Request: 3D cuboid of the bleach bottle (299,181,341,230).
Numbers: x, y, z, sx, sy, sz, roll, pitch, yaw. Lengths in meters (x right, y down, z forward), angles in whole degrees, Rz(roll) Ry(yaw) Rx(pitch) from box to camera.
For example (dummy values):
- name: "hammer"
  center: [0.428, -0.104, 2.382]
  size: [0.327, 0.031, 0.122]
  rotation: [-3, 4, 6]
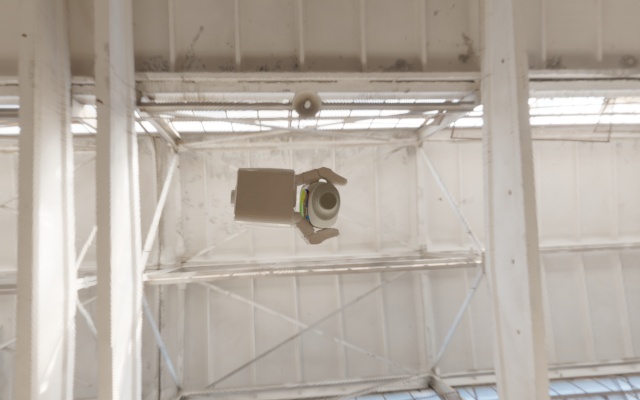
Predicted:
- name: "bleach bottle"
  center: [0.000, 0.003, 0.892]
  size: [0.068, 0.102, 0.251]
  rotation: [4, -5, -6]
